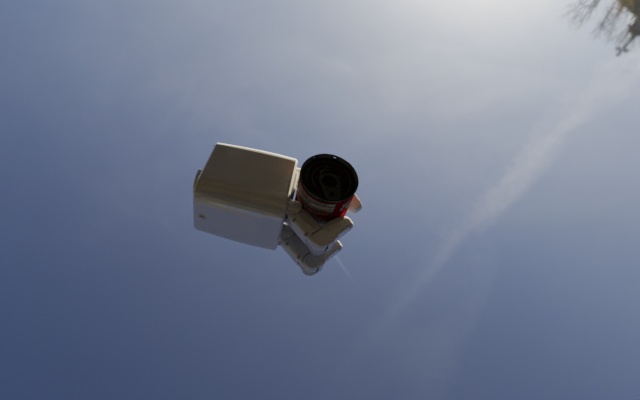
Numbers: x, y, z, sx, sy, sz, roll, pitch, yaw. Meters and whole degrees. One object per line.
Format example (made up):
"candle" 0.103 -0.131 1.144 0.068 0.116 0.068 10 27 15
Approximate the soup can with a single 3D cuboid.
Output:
"soup can" 0.001 0.002 0.578 0.068 0.068 0.102 0 -34 -14
